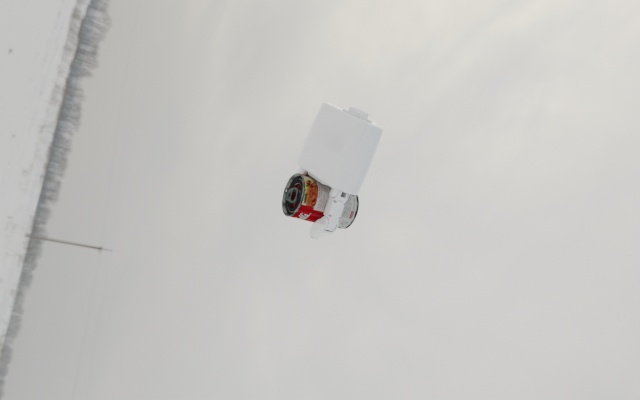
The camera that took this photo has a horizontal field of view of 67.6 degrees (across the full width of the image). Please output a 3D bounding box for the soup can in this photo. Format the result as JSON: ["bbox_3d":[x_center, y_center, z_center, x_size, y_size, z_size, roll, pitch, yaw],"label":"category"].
[{"bbox_3d":[0.000,0.003,0.747,0.102,0.068,0.068,15,-7,-28],"label":"soup can"}]
